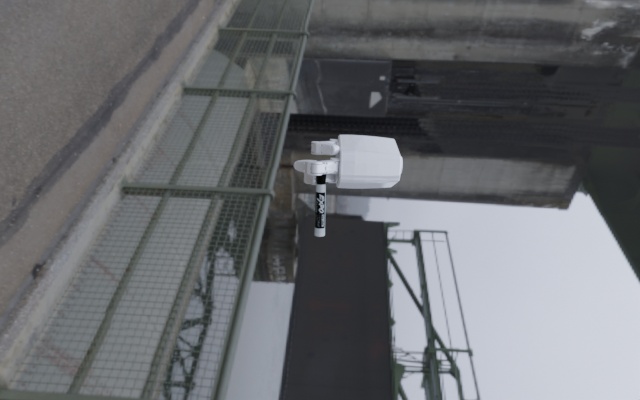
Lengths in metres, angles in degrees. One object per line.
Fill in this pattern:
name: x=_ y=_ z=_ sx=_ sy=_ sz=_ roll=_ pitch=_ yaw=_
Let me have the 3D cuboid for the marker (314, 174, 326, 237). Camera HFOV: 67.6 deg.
marker: x=0.000 y=0.003 z=0.831 sx=0.020 sy=0.121 sz=0.020 roll=1 pitch=12 yaw=0
